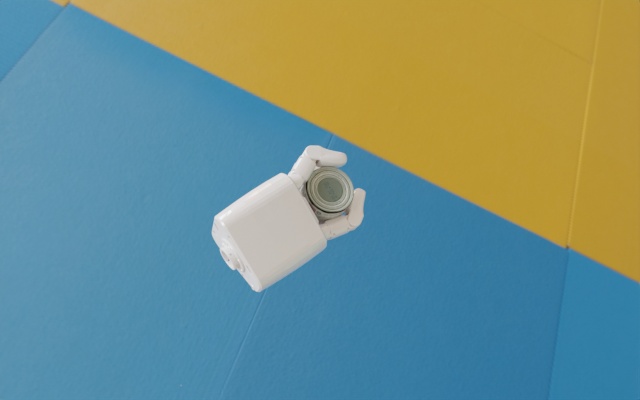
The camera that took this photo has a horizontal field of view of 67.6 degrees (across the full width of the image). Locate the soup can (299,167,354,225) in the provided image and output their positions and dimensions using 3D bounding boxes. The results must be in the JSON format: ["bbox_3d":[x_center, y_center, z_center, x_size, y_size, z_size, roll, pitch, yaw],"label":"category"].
[{"bbox_3d":[0.001,0.002,0.669,0.068,0.068,0.102,0,-20,-16],"label":"soup can"}]
